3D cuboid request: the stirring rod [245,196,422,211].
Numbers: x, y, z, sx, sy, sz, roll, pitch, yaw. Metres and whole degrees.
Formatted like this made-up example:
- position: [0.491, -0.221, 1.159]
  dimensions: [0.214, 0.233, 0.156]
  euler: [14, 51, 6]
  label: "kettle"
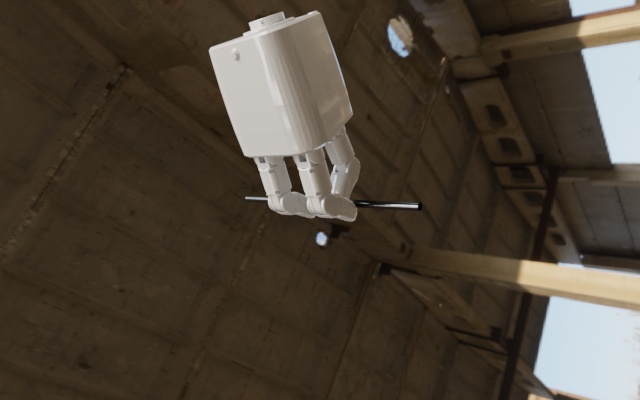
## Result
- position: [0.000, 0.002, 0.511]
  dimensions: [0.239, 0.011, 0.011]
  euler: [2, 2, 42]
  label: "stirring rod"
